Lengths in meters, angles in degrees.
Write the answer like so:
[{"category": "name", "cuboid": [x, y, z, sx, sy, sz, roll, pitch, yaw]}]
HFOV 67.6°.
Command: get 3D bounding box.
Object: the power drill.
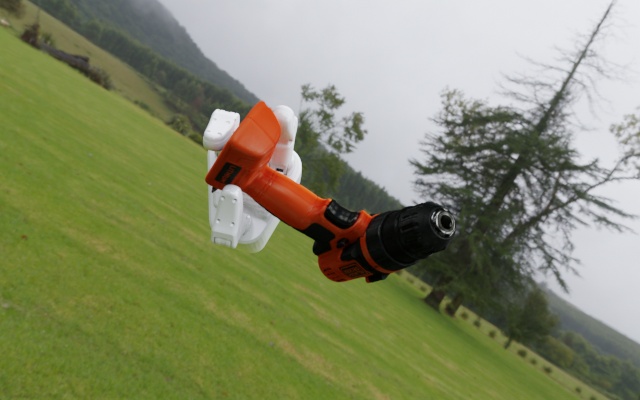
[{"category": "power drill", "cuboid": [0.000, 0.001, 0.416, 0.188, 0.057, 0.184, 39, -31, -11]}]
